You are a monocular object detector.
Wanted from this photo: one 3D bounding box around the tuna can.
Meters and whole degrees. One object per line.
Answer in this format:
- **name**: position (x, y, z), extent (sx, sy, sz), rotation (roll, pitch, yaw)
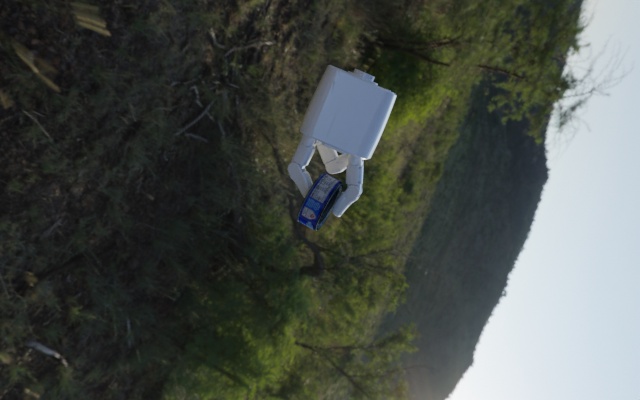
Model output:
- **tuna can**: position (0.001, 0.003, 0.725), extent (0.034, 0.086, 0.086), rotation (29, 5, 9)
